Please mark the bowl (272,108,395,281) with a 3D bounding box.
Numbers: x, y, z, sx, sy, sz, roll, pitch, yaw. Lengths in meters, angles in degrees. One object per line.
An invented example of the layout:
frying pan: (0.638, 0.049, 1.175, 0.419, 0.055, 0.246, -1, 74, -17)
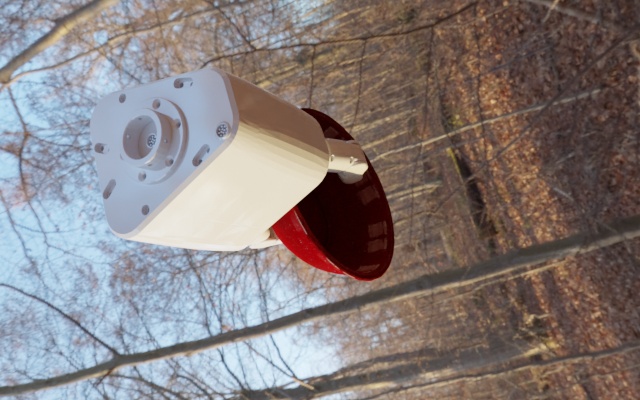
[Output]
bowl: (0.001, 0.002, 0.429, 0.055, 0.162, 0.162, -27, -15, 31)
